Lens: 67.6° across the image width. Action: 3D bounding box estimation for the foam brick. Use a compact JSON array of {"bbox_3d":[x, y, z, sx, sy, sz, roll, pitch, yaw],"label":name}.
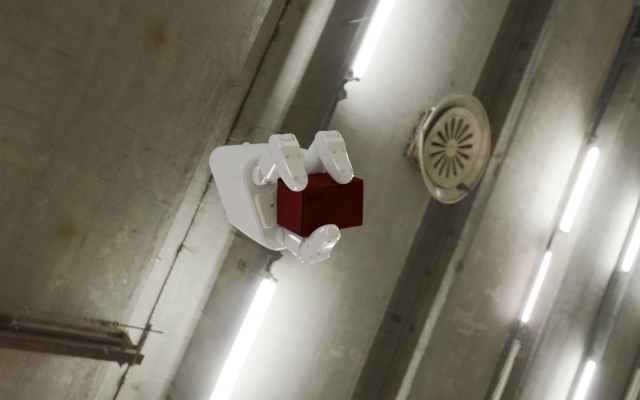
[{"bbox_3d":[0.000,0.002,0.504,0.078,0.053,0.051,-8,18,-34],"label":"foam brick"}]
